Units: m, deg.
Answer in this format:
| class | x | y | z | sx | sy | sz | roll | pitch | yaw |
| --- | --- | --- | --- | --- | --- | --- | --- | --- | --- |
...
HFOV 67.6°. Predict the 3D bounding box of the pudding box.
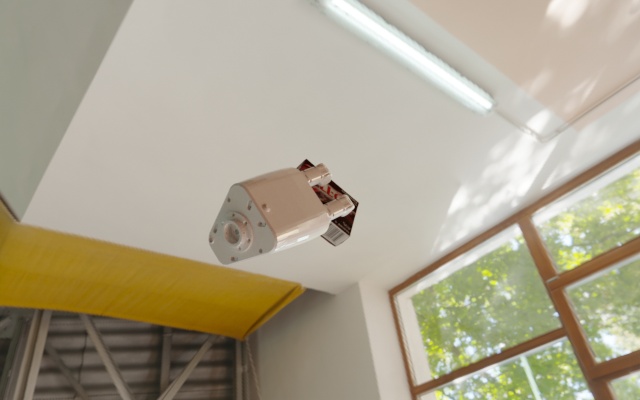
| class | x | y | z | sx | sy | sz | roll | pitch | yaw |
| --- | --- | --- | --- | --- | --- | --- | --- | --- | --- |
| pudding box | 0.000 | 0.002 | 0.710 | 0.039 | 0.113 | 0.090 | -40 | 16 | 33 |
